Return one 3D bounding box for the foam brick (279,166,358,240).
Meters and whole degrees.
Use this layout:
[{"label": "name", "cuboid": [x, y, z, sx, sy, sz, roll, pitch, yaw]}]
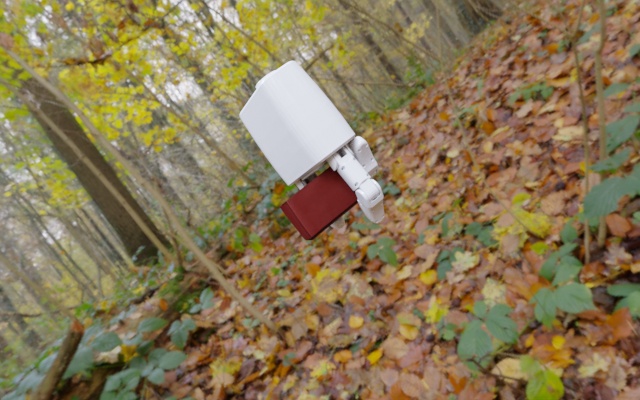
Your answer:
[{"label": "foam brick", "cuboid": [0.000, 0.002, 0.542, 0.078, 0.051, 0.053, -39, 3, -14]}]
